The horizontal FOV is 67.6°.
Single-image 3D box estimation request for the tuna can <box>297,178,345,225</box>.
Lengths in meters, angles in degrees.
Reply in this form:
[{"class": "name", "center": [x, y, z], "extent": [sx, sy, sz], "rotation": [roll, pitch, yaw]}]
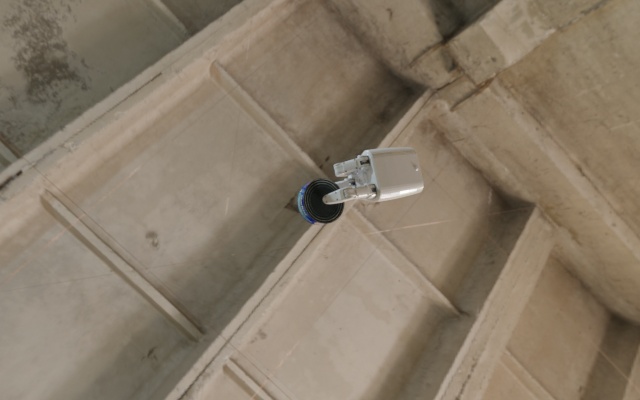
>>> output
[{"class": "tuna can", "center": [0.000, 0.003, 0.898], "extent": [0.086, 0.086, 0.034], "rotation": [0, -9, -27]}]
